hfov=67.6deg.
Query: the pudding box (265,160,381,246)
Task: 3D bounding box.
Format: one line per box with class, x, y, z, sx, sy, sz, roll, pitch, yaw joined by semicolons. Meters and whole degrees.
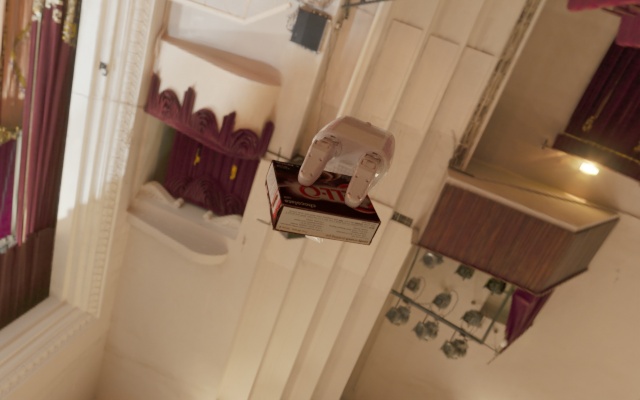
pudding box;0.000;0.002;0.521;0.113;0.039;0.090;9;31;-18
